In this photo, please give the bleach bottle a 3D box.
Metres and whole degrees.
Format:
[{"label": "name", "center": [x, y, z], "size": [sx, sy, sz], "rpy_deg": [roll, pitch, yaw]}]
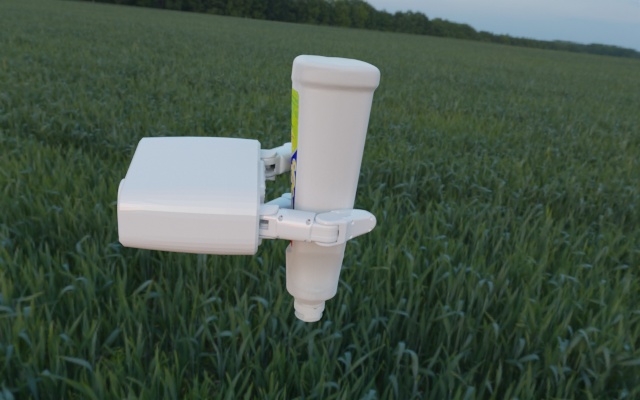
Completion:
[{"label": "bleach bottle", "center": [0.000, 0.001, 0.437], "size": [0.068, 0.251, 0.102], "rpy_deg": [3, 20, -7]}]
